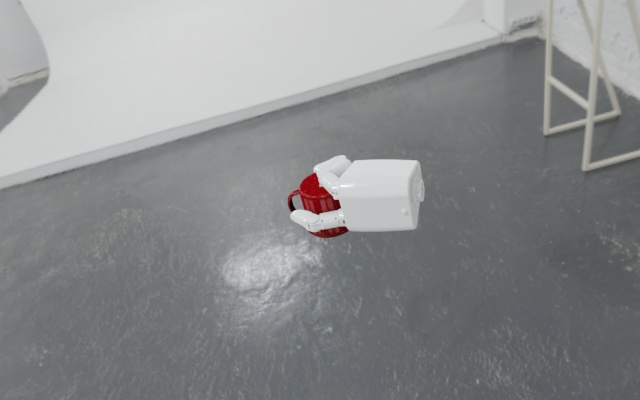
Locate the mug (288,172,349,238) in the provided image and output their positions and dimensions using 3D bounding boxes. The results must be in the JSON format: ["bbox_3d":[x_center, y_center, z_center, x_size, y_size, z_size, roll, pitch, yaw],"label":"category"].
[{"bbox_3d":[-0.001,0.002,0.805,0.117,0.082,0.093,-1,38,20],"label":"mug"}]
